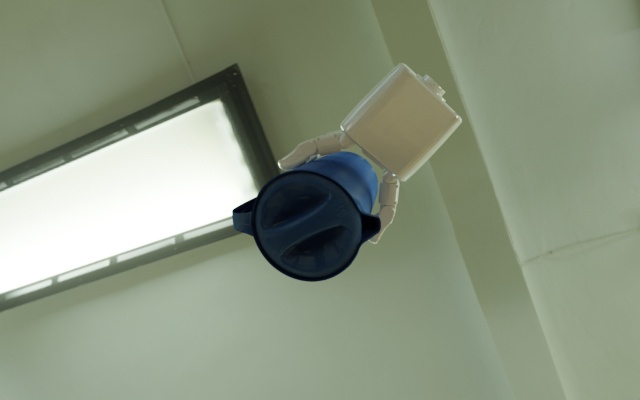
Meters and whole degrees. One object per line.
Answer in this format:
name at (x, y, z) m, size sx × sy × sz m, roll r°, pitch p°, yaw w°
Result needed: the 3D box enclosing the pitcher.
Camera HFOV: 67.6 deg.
pitcher at (0.000, 0.002, 0.651) m, size 0.149 × 0.145 × 0.242 m, roll 43°, pitch 20°, yaw 1°
